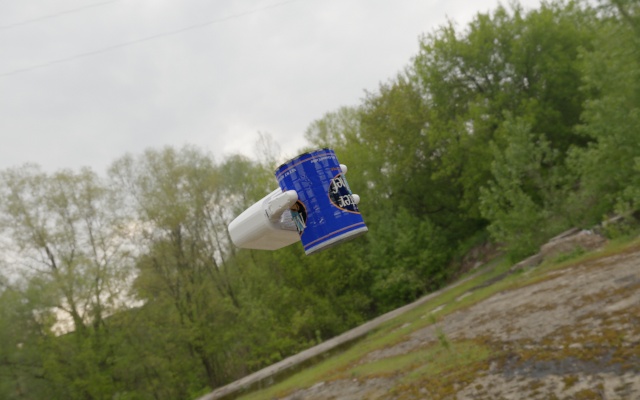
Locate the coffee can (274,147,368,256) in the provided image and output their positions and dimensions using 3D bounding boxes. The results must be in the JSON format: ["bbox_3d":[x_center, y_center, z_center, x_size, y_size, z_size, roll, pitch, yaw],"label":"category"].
[{"bbox_3d":[0.000,0.003,0.744,0.103,0.140,0.103,-22,-8,-3],"label":"coffee can"}]
